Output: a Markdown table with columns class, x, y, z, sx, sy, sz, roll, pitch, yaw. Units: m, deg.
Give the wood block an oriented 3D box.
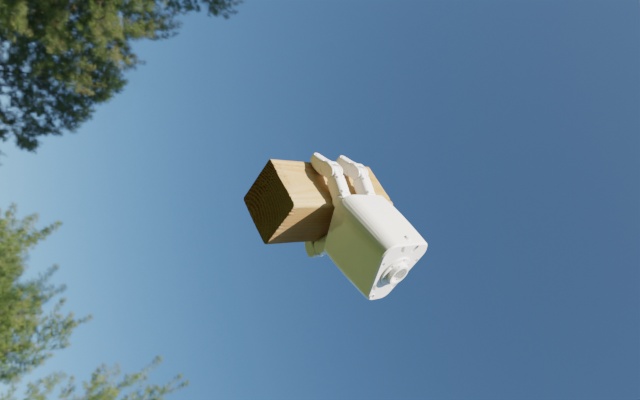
| class | x | y | z | sx | sy | sz | roll | pitch | yaw |
| --- | --- | --- | --- | --- | --- | --- | --- | --- | --- |
| wood block | 0.000 | 0.003 | 0.740 | 0.206 | 0.090 | 0.091 | 1 | -41 | -43 |
